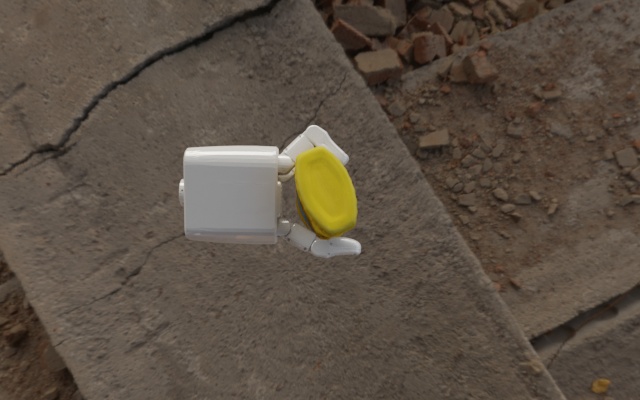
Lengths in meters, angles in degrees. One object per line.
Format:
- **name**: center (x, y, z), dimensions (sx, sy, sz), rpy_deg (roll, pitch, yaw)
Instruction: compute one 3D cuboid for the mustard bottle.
- **mustard bottle**: center (0.000, 0.002, 0.590), dimensions (0.058, 0.096, 0.191), rpy_deg (-24, -6, -7)
